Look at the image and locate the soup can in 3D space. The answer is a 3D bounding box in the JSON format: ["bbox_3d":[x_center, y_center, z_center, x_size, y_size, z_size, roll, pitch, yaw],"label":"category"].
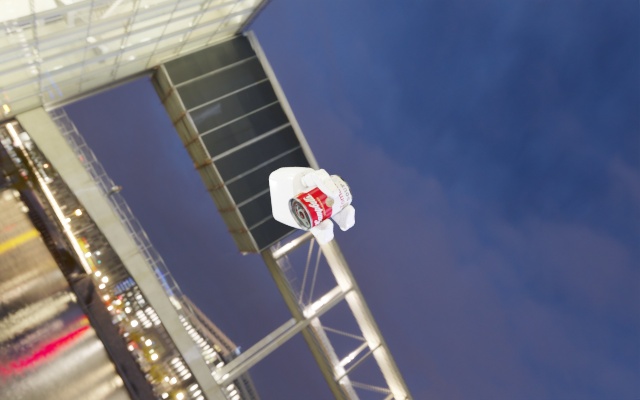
[{"bbox_3d":[0.001,0.003,0.889,0.102,0.068,0.068,-31,15,-28],"label":"soup can"}]
